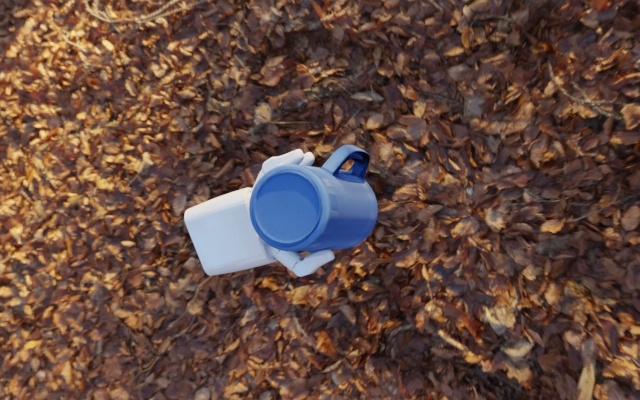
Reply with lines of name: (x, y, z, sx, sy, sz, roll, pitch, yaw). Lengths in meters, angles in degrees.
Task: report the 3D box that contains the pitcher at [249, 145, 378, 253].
pitcher: (0.000, 0.002, 0.690, 0.145, 0.149, 0.243, -15, -6, 16)
